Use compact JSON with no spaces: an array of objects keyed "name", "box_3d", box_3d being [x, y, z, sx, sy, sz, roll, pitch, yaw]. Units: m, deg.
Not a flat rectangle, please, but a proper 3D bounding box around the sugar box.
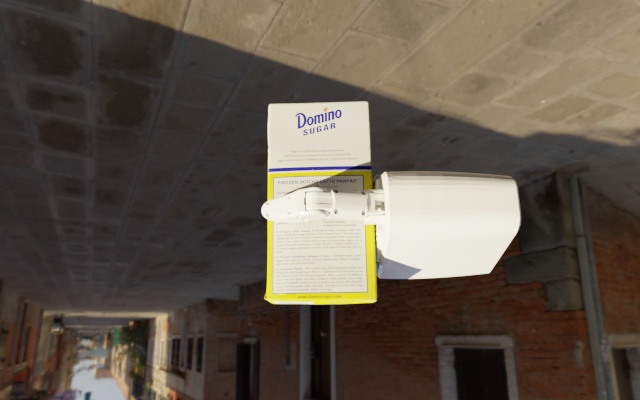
[{"name":"sugar box","box_3d":[0.000,0.002,0.425,0.093,0.176,0.048,0,-16,2]}]
